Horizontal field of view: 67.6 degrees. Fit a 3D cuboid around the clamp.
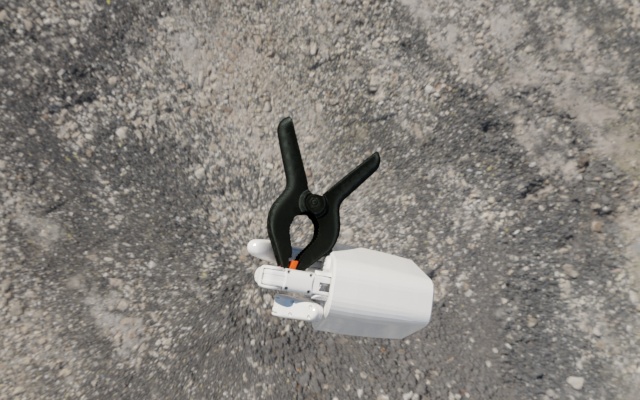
[{"bbox_3d":[0.000,0.002,0.515,0.120,0.171,0.039,11,-9,-6],"label":"clamp"}]
